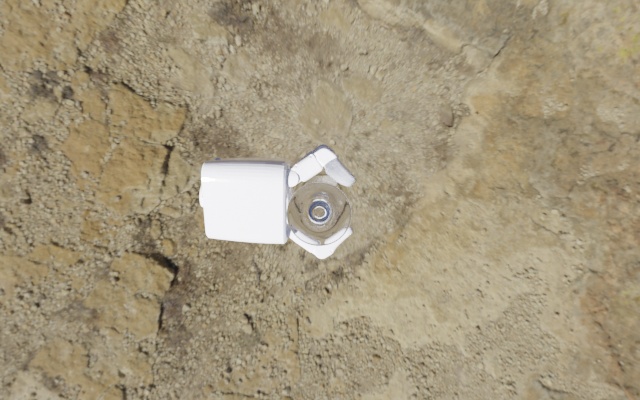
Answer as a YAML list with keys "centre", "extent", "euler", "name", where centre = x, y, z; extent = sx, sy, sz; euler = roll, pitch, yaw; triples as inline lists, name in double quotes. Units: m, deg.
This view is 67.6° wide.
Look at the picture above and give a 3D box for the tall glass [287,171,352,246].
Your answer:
- centre: [0.000, 0.002, 0.640]
  extent: [0.079, 0.079, 0.201]
  euler: [0, 8, 1]
  name: "tall glass"
